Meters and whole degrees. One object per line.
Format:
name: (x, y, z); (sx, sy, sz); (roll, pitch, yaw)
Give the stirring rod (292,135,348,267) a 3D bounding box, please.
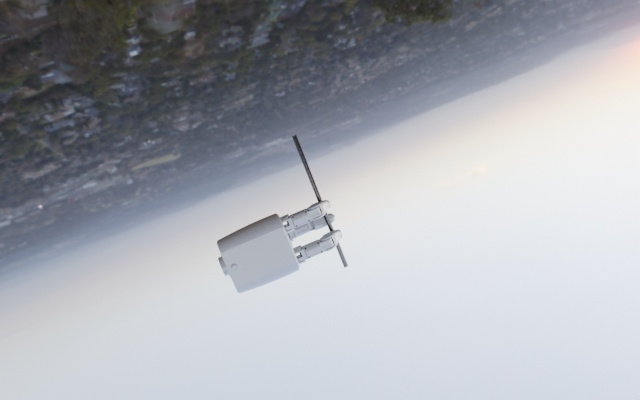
stirring rod: (0.000, 0.003, 0.809); (0.011, 0.239, 0.011); (-21, 6, 3)
